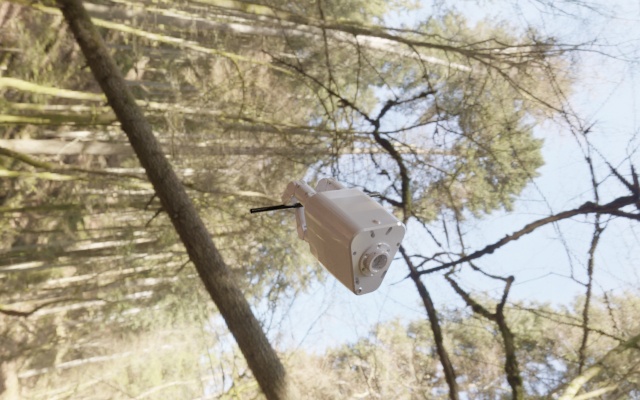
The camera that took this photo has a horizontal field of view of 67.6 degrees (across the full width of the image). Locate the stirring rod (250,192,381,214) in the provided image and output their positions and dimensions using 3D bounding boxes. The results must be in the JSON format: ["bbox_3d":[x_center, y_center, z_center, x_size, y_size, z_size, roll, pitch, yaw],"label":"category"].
[{"bbox_3d":[0.000,0.003,0.759,0.239,0.011,0.011,-7,4,-32],"label":"stirring rod"}]
